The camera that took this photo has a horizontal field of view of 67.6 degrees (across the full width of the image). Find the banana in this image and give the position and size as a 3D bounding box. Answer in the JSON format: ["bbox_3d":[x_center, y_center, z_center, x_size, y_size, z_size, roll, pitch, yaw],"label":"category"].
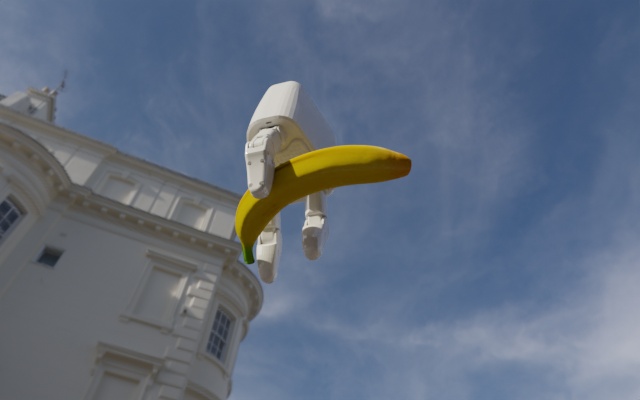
[{"bbox_3d":[-0.014,-0.010,0.453,0.198,0.070,0.037,-30,25,22],"label":"banana"}]
